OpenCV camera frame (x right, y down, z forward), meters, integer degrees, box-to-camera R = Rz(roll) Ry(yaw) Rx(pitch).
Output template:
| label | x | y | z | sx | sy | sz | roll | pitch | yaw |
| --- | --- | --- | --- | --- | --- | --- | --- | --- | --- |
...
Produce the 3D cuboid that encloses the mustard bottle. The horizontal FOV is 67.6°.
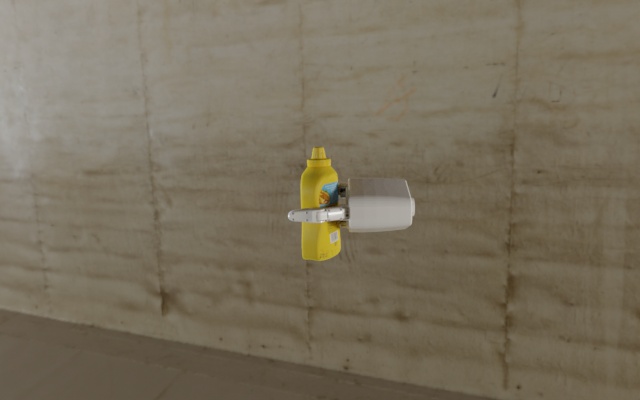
| label | x | y | z | sx | sy | sz | roll | pitch | yaw |
| --- | --- | --- | --- | --- | --- | --- | --- | --- | --- |
| mustard bottle | 0.000 | 0.003 | 0.836 | 0.058 | 0.191 | 0.096 | 3 | 10 | 27 |
